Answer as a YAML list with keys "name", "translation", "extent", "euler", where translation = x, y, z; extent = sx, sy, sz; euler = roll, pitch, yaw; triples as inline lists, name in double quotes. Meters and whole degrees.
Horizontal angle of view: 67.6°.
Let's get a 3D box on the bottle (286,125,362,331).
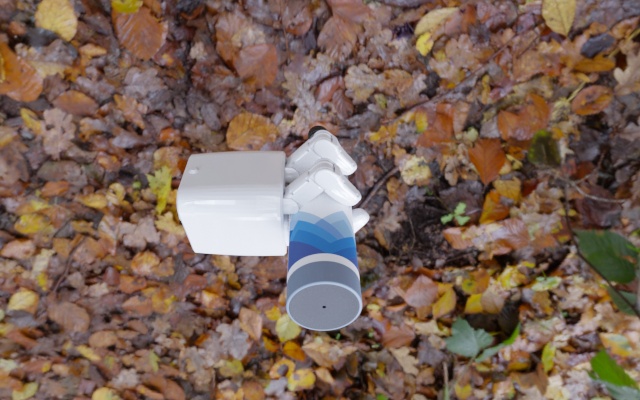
- name: "bottle"
  translation: [0.000, 0.002, 0.529]
  extent: [0.069, 0.069, 0.295]
  euler: [0, 38, -2]
